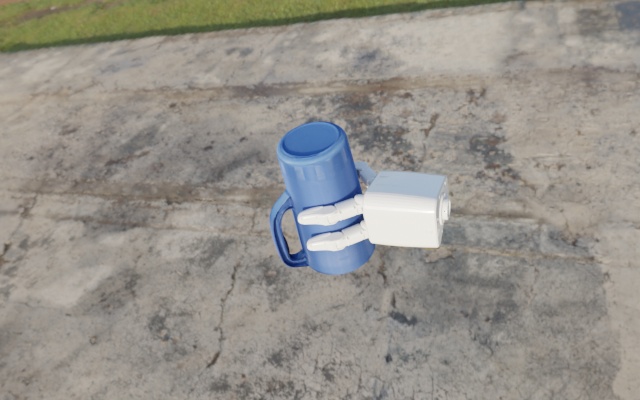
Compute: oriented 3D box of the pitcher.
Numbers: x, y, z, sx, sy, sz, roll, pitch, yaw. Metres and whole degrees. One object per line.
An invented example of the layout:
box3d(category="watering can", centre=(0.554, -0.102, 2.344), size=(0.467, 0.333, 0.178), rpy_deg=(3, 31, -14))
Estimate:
box3d(category="pitcher", centre=(0.000, 0.003, 0.779), size=(0.145, 0.243, 0.149), rpy_deg=(6, 45, 24))
